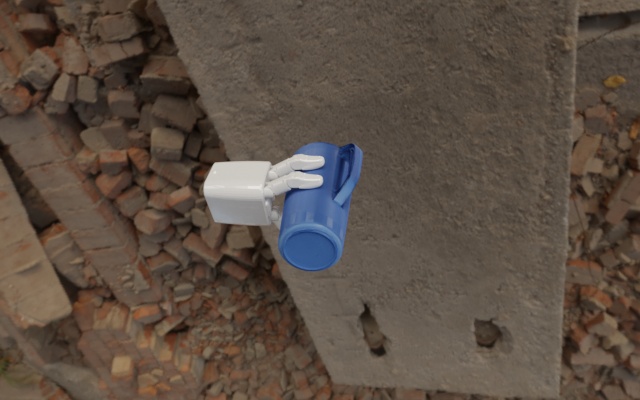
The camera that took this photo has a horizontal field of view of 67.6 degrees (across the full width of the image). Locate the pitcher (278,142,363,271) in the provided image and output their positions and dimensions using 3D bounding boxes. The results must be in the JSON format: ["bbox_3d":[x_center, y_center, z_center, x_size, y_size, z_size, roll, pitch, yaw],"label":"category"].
[{"bbox_3d":[0.000,0.003,0.864,0.145,0.149,0.242,2,38,4],"label":"pitcher"}]
